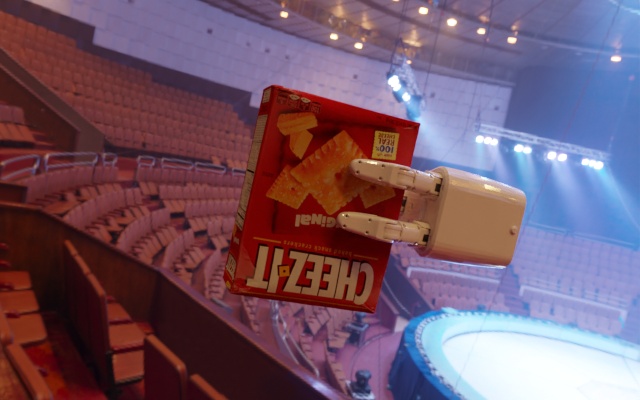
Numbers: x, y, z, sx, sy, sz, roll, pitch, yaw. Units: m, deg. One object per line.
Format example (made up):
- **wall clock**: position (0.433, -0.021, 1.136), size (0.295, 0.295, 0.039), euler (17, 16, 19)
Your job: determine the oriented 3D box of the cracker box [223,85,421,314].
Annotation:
- **cracker box**: position (0.000, 0.001, 0.512), size (0.164, 0.214, 0.072), euler (12, 3, -17)
